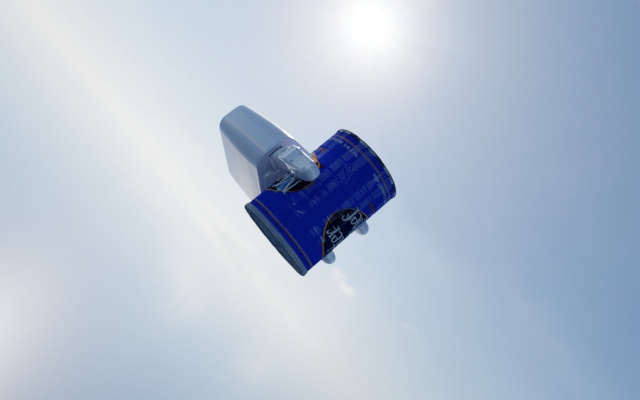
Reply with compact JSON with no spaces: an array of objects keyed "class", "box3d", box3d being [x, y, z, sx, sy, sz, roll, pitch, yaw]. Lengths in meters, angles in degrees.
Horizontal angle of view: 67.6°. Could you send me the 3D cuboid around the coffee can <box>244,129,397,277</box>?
[{"class":"coffee can","box3d":[0.000,0.002,0.541,0.140,0.103,0.103,-40,9,-11]}]
